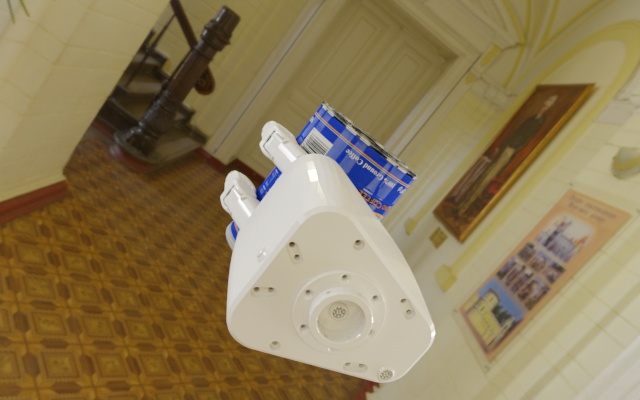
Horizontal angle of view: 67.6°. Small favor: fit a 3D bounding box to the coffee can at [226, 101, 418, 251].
[{"bbox_3d":[0.000,0.001,0.415,0.103,0.140,0.102,37,11,-9],"label":"coffee can"}]
